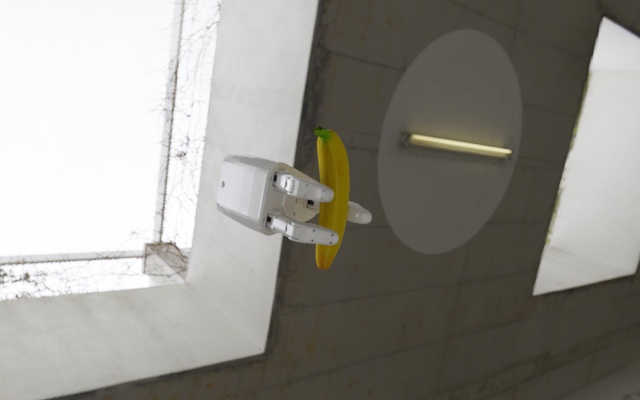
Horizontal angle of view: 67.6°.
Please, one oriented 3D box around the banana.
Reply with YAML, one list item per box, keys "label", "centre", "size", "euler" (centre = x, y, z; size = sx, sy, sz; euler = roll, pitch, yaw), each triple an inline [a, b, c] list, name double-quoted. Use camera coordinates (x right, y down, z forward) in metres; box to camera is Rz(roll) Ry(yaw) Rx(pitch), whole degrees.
- label: "banana"
  centre: [0.011, -0.008, 0.610]
  size: [0.037, 0.198, 0.069]
  euler: [15, 32, 32]
